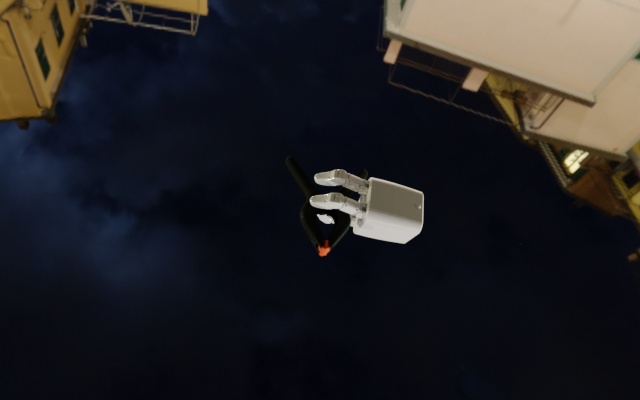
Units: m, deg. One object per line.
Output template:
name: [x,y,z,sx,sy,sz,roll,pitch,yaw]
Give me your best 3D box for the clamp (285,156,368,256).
clamp: [0.000,0.004,0.888,0.164,0.209,0.036,14,-37,-4]
